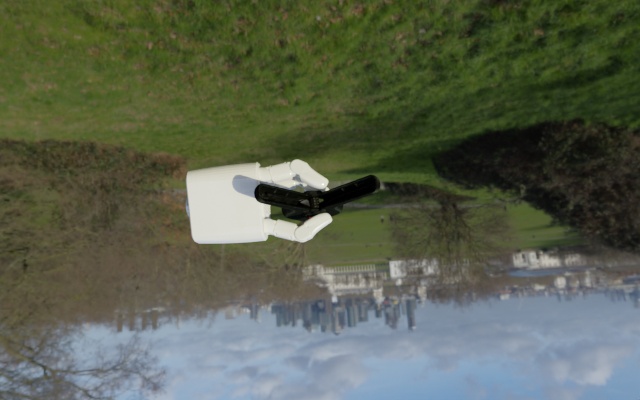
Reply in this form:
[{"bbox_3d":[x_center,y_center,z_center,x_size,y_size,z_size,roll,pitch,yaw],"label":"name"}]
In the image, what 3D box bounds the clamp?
[{"bbox_3d":[0.000,0.003,0.704,0.164,0.036,0.210,-5,-12,1],"label":"clamp"}]
